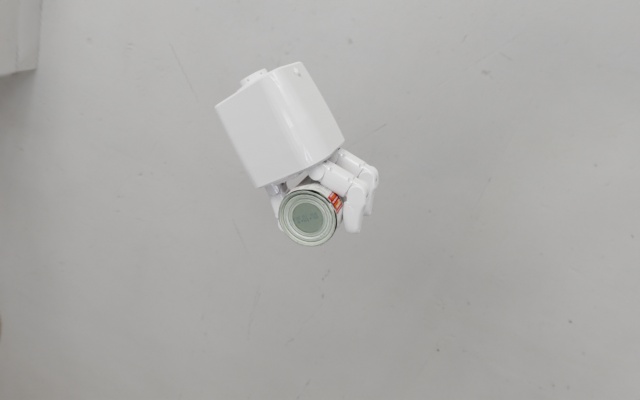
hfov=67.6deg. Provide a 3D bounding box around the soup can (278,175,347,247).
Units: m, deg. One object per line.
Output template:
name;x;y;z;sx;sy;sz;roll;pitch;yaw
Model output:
soup can;0.000;0.002;0.550;0.068;0.068;0.102;0;21;18
